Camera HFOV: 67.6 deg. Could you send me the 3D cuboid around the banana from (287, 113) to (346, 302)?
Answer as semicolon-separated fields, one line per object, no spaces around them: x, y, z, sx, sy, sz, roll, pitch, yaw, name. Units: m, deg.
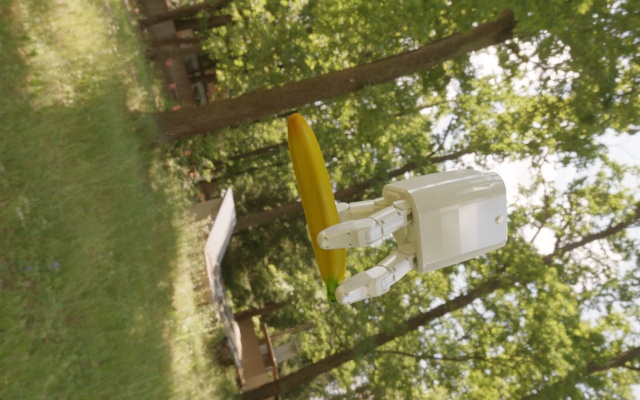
-0.001;0.005;0.519;0.037;0.198;0.069;-14;1;-4;banana
